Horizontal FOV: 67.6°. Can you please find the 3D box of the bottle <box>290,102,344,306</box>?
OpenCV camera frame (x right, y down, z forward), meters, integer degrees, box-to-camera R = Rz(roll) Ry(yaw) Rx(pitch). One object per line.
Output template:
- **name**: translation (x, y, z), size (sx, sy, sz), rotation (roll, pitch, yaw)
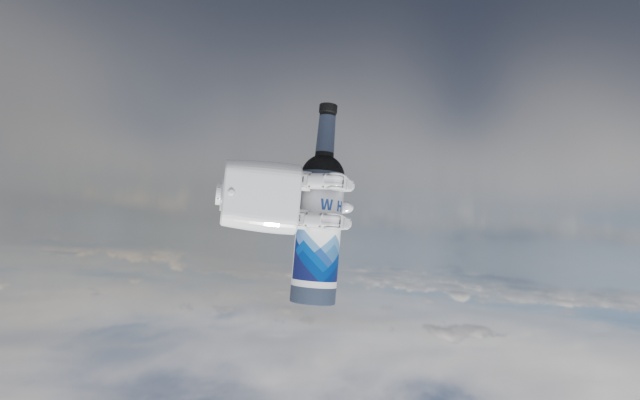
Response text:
- **bottle**: translation (0.000, 0.003, 0.705), size (0.069, 0.295, 0.069), rotation (5, -5, 0)
